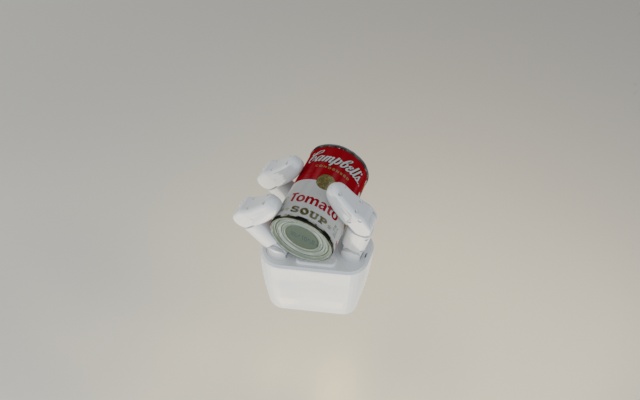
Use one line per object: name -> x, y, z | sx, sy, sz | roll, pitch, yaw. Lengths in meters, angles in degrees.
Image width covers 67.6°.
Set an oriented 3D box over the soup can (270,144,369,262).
soup can -> 0.000, 0.002, 0.480 | 0.068, 0.102, 0.069 | 18, -36, 14
